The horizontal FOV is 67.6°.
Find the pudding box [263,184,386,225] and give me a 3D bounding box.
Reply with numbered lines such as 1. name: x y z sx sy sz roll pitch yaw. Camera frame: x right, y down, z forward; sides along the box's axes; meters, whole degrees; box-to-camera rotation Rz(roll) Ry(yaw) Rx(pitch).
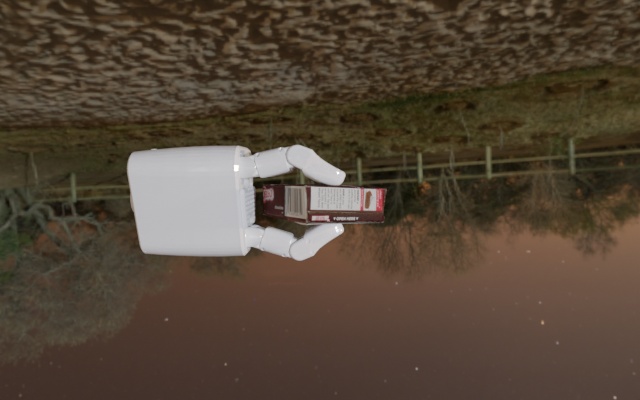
1. pudding box: 0.000 0.002 0.498 0.090 0.039 0.113 0 4 -28
